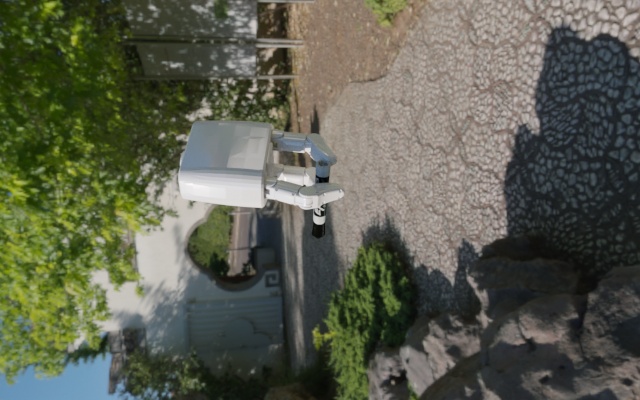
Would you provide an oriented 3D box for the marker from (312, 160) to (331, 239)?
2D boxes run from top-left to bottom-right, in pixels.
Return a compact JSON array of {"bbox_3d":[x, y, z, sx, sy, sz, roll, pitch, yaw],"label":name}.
[{"bbox_3d":[0.000,0.002,0.630,0.020,0.121,0.020,3,37,-2],"label":"marker"}]
